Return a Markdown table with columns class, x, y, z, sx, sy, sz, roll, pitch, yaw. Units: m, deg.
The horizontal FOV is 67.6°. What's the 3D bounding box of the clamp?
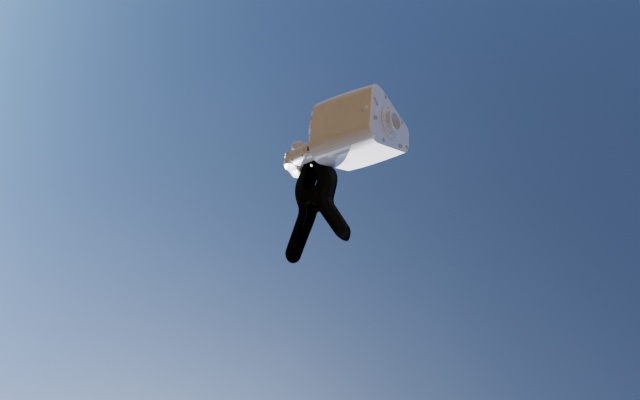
| class | x | y | z | sx | sy | sz | roll | pitch | yaw |
| --- | --- | --- | --- | --- | --- | --- | --- | --- | --- |
| clamp | 0.000 | 0.002 | 0.702 | 0.120 | 0.171 | 0.039 | -14 | -28 | 38 |
